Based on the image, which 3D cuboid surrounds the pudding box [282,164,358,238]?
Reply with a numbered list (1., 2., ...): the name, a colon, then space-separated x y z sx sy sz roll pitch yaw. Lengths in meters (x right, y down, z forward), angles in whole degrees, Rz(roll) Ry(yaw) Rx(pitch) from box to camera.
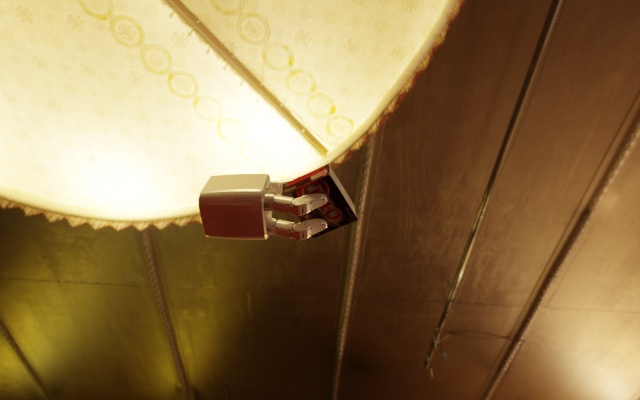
1. pudding box: 0.000 0.003 0.813 0.090 0.113 0.039 -23 37 17
